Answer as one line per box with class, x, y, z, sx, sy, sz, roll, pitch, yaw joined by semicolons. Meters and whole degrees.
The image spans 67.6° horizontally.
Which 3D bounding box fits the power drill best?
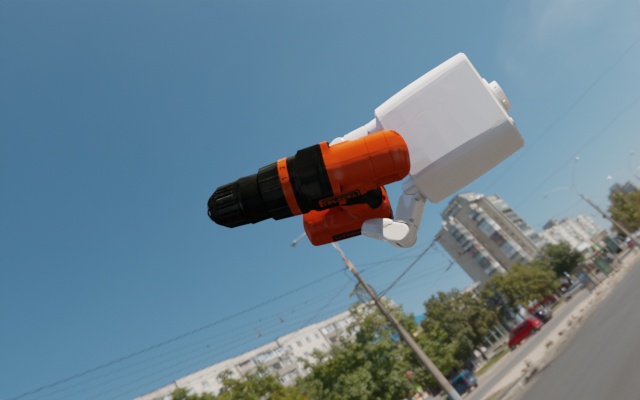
power drill;0.000;0.002;0.484;0.184;0.057;0.188;-15;-15;6
